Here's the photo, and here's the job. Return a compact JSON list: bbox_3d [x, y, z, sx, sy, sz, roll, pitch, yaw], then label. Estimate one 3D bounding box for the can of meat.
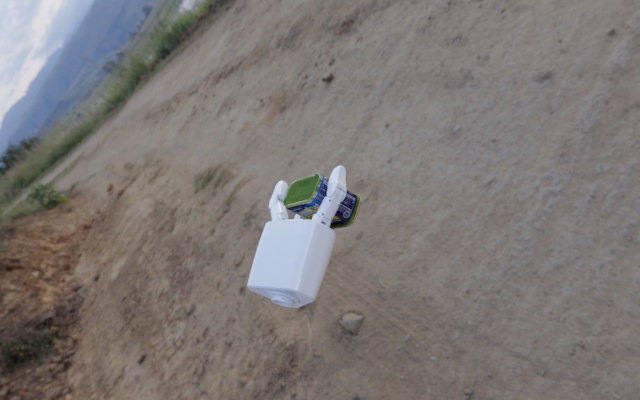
[{"bbox_3d":[0.000,0.002,0.762,0.084,0.057,0.102,30,-23,-27],"label":"can of meat"}]
